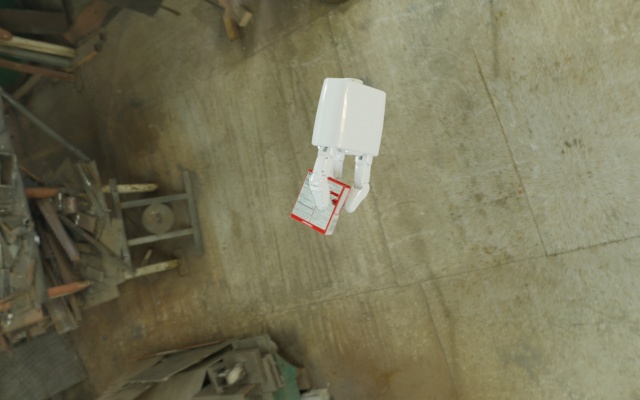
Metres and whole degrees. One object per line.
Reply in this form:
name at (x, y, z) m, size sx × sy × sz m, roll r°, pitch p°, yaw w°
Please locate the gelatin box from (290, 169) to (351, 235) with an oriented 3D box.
gelatin box at (0.000, 0.003, 0.785) m, size 0.073 × 0.089 × 0.030 m, roll 26°, pitch 8°, yaw 26°
